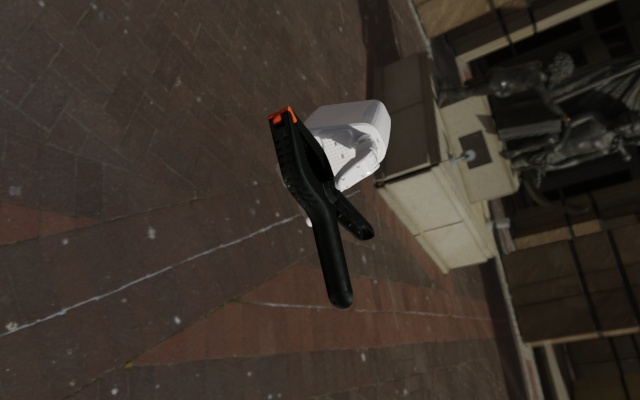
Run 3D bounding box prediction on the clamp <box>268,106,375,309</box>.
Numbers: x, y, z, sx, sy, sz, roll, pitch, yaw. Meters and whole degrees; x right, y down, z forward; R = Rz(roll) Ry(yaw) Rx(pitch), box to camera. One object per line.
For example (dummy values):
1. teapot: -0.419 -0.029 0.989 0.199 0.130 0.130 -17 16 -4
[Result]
1. clamp: 0.001 0.001 0.518 0.036 0.210 0.164 -21 23 22
